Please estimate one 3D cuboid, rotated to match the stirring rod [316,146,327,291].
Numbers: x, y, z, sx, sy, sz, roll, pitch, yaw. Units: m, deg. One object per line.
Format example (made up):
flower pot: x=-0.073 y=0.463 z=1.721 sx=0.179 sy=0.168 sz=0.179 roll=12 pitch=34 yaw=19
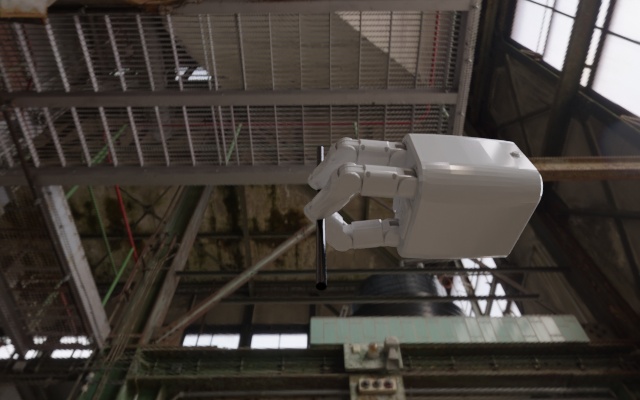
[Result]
stirring rod: x=0.000 y=0.002 z=0.452 sx=0.011 sy=0.011 sz=0.239 roll=0 pitch=31 yaw=0
